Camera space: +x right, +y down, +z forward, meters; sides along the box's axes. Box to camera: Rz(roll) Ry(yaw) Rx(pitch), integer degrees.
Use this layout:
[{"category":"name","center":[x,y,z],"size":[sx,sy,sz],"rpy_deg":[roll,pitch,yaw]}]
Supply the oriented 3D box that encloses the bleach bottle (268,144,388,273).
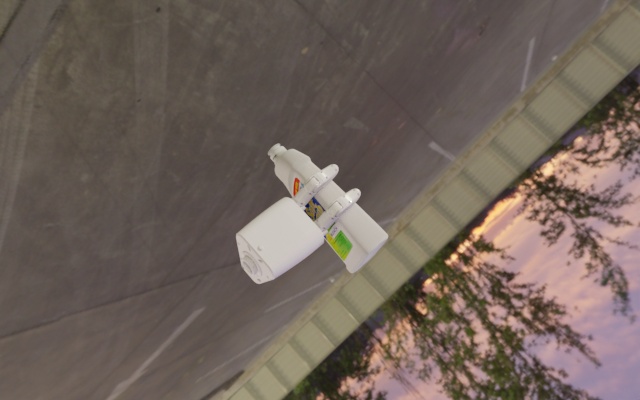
[{"category":"bleach bottle","center":[0.000,0.003,0.820],"size":[0.068,0.251,0.103],"rpy_deg":[-36,-15,-29]}]
